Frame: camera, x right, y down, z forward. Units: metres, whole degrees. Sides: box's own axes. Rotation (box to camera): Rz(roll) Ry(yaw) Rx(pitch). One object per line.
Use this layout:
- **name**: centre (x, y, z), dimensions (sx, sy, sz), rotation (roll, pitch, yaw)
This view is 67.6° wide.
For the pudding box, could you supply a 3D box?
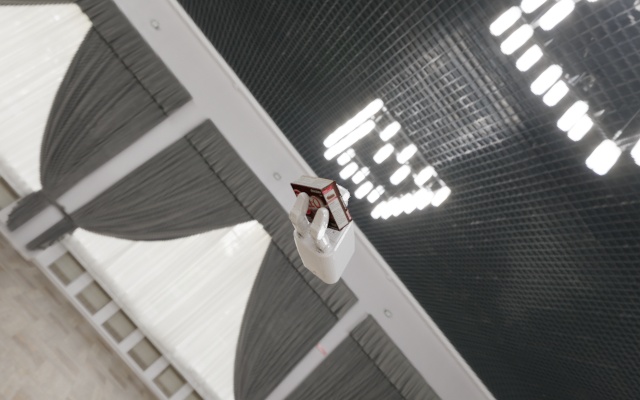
- **pudding box**: centre (0.000, 0.003, 0.879), dimensions (0.039, 0.090, 0.113), rotation (-37, 25, -25)
